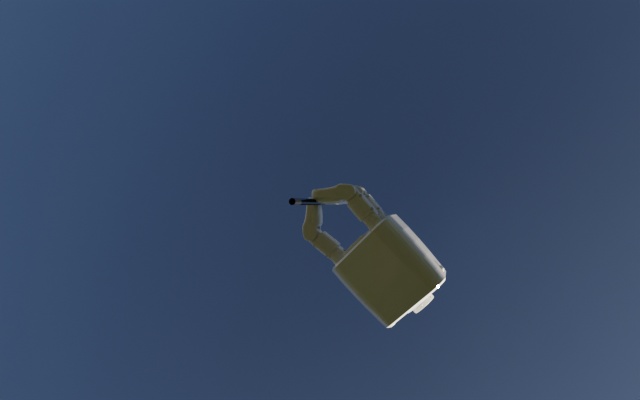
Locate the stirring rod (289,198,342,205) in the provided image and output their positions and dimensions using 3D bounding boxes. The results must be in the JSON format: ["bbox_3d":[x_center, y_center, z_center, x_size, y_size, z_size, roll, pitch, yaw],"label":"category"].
[{"bbox_3d":[0.000,0.002,0.651,0.011,0.011,0.239,0,0,15],"label":"stirring rod"}]
